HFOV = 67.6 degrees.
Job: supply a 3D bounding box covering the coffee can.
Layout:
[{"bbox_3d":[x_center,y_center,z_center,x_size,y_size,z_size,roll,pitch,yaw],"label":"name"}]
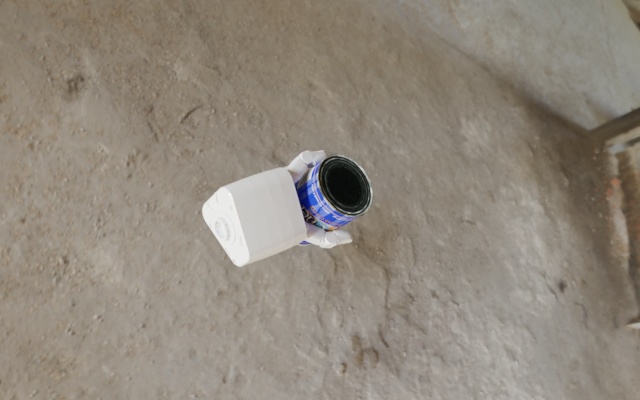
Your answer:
[{"bbox_3d":[0.000,0.003,0.758,0.103,0.102,0.140,0,-22,-36],"label":"coffee can"}]
